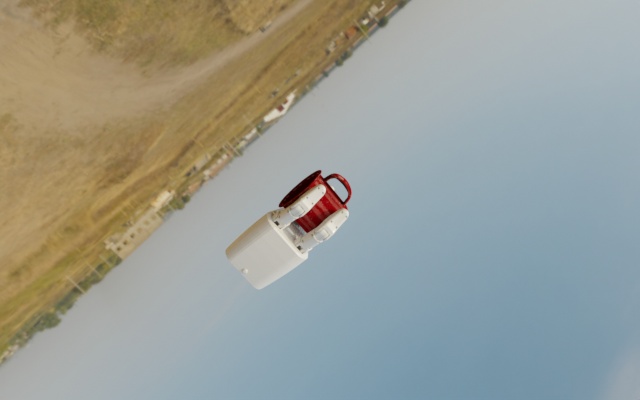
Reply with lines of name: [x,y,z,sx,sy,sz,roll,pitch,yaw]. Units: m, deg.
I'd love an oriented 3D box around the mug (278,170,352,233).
mug: [0.001,0.002,0.790,0.117,0.081,0.093,-37,12,20]
